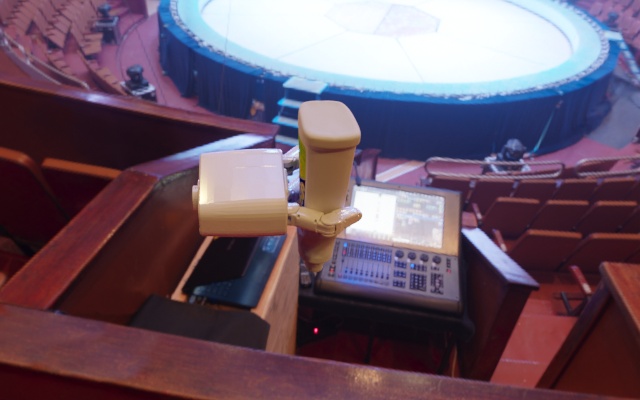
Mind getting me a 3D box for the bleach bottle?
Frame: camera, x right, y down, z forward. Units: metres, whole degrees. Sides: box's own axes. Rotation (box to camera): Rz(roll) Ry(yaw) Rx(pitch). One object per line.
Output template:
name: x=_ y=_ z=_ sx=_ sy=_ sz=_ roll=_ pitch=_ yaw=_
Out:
bleach bottle: x=0.000 y=0.002 z=0.633 sx=0.068 sy=0.251 sz=0.102 roll=-2 pitch=37 yaw=-10
